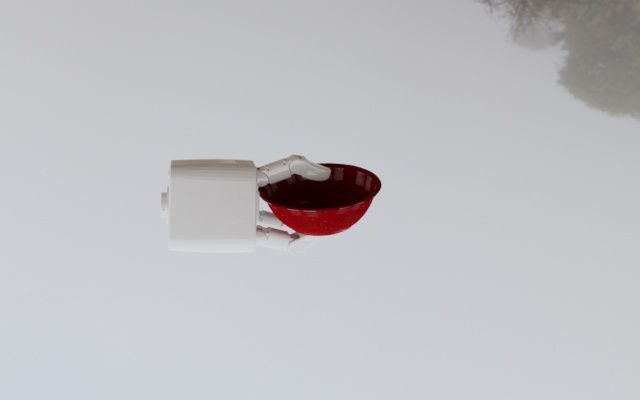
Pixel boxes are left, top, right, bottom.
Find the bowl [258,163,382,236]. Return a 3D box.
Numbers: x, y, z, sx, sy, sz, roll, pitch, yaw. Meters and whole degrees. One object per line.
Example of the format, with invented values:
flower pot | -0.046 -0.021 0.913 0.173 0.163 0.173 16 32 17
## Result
bowl | 0.001 0.002 0.635 0.162 0.055 0.162 -3 24 1
